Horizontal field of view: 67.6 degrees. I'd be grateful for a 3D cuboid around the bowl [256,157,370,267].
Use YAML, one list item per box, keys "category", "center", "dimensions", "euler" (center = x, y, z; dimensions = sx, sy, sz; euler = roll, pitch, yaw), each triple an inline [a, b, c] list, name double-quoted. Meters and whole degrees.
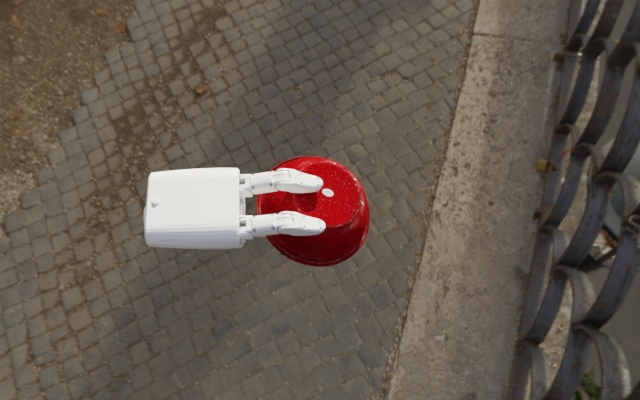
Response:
- category: "bowl"
  center: [0.001, 0.002, 0.627]
  dimensions: [0.162, 0.162, 0.055]
  euler: [0, -23, -19]
